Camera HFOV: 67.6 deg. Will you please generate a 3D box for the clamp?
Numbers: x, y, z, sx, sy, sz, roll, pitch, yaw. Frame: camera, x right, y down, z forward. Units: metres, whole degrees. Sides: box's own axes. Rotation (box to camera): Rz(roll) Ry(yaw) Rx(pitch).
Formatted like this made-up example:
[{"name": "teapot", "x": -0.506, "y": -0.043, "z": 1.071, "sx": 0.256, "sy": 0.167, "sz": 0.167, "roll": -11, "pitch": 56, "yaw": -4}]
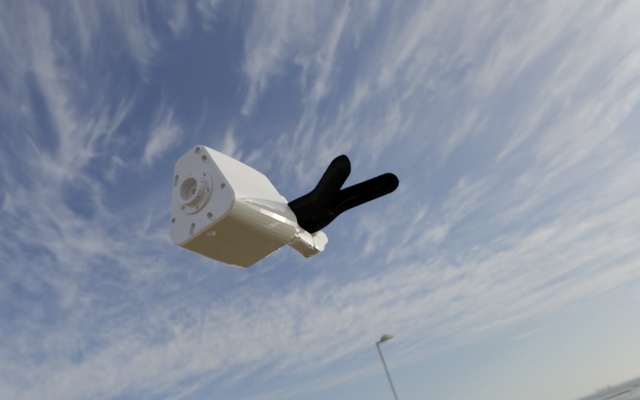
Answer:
[{"name": "clamp", "x": 0.000, "y": 0.001, "z": 0.569, "sx": 0.171, "sy": 0.039, "sz": 0.120, "roll": -32, "pitch": -32, "yaw": 19}]
